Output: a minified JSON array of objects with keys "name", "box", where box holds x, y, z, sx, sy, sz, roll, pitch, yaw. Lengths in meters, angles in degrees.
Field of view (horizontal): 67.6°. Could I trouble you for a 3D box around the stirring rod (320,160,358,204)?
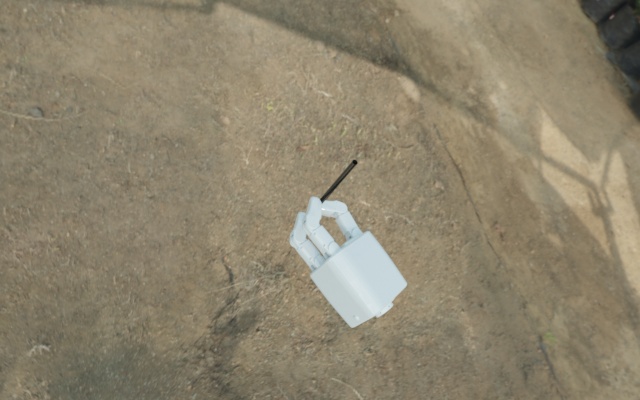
[{"name":"stirring rod","box":[0.000,0.003,0.740,0.011,0.011,0.240,0,-27,-26]}]
